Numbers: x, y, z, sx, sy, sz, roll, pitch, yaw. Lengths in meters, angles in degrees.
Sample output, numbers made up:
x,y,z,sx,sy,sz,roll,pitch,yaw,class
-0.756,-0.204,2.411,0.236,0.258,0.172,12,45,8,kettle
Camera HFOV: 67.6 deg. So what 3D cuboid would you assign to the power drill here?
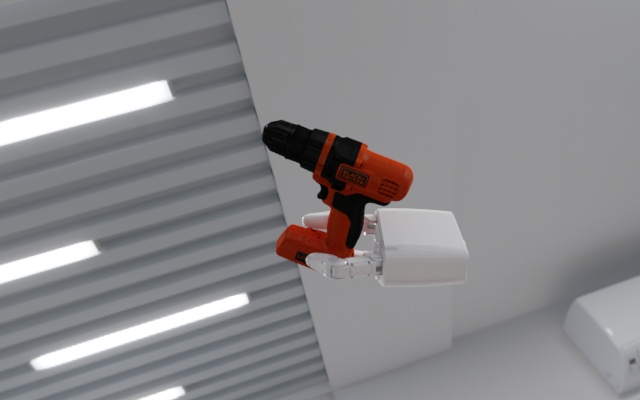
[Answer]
x,y,z,sx,sy,sz,roll,pitch,yaw,class
0.000,0.002,0.599,0.184,0.188,0.057,22,39,2,power drill
